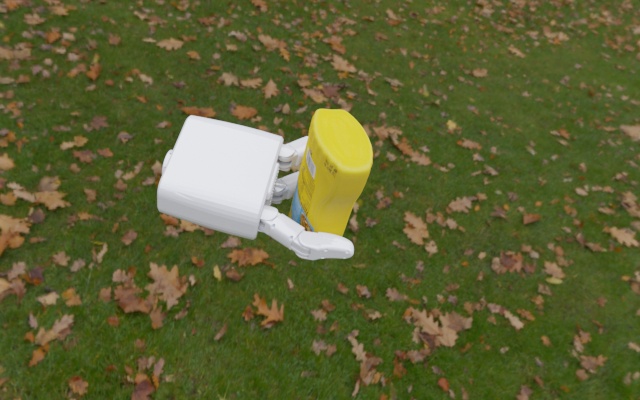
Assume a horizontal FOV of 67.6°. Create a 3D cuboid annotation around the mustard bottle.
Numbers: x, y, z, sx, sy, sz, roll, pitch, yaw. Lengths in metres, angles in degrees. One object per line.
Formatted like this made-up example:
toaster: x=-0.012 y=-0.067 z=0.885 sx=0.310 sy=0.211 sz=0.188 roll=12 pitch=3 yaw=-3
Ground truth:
mustard bottle: x=0.000 y=0.002 z=0.527 sx=0.058 sy=0.096 sz=0.192 roll=-3 pitch=-42 yaw=-20
